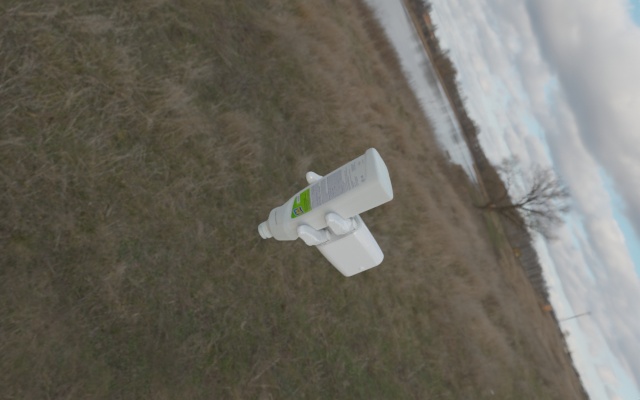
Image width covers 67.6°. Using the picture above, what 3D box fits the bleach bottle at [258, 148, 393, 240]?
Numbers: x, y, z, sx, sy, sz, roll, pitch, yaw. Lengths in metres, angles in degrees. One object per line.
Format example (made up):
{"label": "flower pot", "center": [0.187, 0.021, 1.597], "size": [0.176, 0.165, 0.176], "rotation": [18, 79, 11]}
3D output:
{"label": "bleach bottle", "center": [0.000, 0.003, 0.852], "size": [0.251, 0.102, 0.068], "rotation": [-24, -51, 19]}
